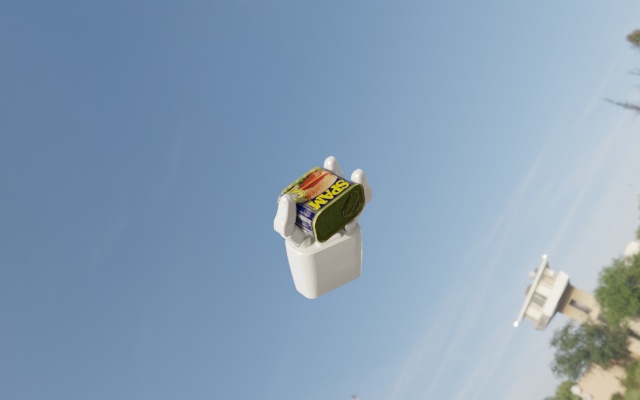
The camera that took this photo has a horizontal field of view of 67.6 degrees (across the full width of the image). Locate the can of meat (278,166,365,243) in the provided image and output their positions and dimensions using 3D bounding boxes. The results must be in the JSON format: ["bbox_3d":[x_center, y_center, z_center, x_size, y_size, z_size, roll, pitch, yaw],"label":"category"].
[{"bbox_3d":[0.000,0.002,0.696,0.102,0.057,0.084,-37,47,-28],"label":"can of meat"}]
